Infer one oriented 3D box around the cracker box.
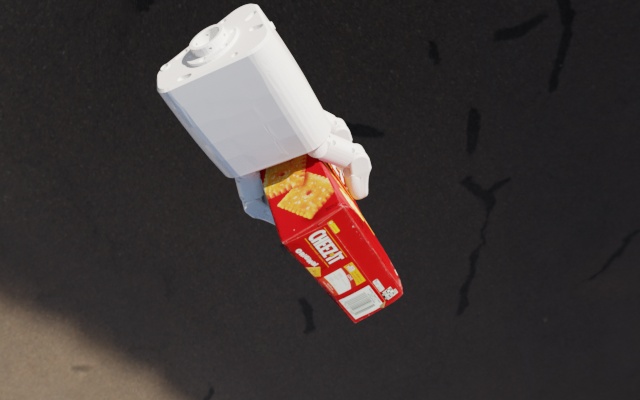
[{"bbox_3d":[0.000,0.002,0.525,0.072,0.213,0.164,-30,-47,7],"label":"cracker box"}]
